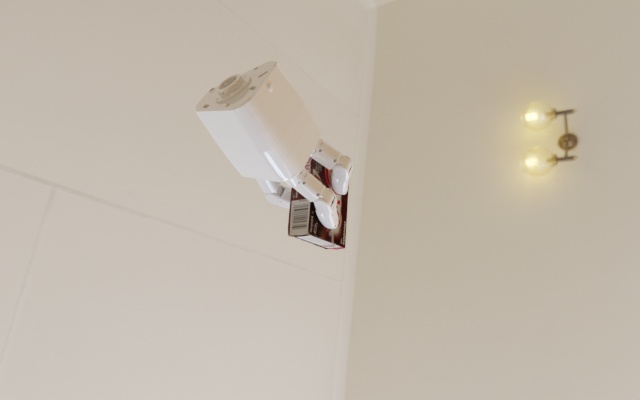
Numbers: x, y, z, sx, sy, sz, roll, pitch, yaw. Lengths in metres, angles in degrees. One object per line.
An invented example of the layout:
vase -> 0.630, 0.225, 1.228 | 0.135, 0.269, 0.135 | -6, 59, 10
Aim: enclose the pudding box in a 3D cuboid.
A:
pudding box -> 0.000, 0.002, 0.638 | 0.039, 0.113, 0.090 | -5, -18, 35
